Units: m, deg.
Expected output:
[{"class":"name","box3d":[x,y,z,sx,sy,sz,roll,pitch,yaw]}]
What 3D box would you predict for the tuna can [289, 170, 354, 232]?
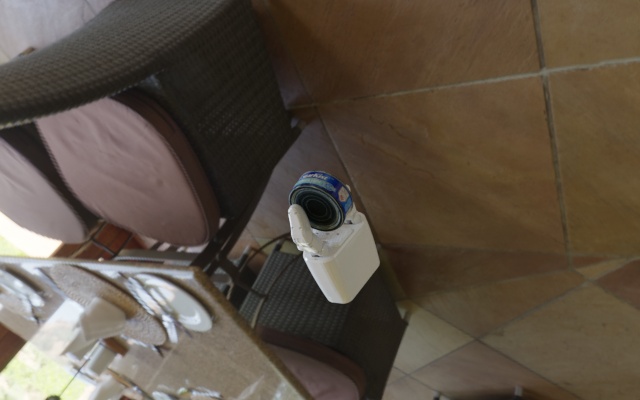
[{"class":"tuna can","box3d":[0.000,0.002,0.660,0.086,0.086,0.033,0,39,33]}]
